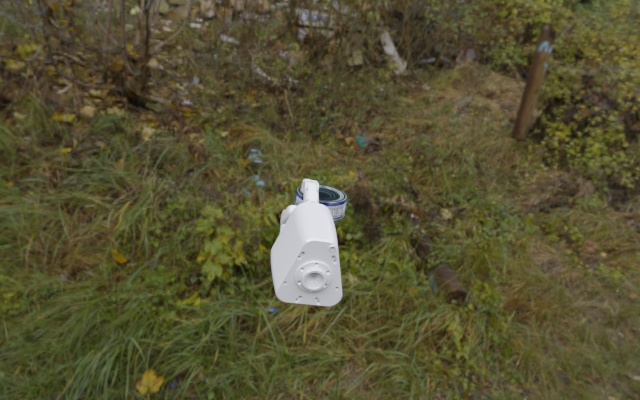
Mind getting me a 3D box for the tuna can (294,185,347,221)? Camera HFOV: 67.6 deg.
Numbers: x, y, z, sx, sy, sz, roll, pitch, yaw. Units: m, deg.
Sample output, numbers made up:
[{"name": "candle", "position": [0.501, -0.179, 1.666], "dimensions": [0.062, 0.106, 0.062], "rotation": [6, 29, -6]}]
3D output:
[{"name": "tuna can", "position": [0.000, 0.002, 0.790], "dimensions": [0.086, 0.034, 0.086], "rotation": [8, 21, -3]}]
